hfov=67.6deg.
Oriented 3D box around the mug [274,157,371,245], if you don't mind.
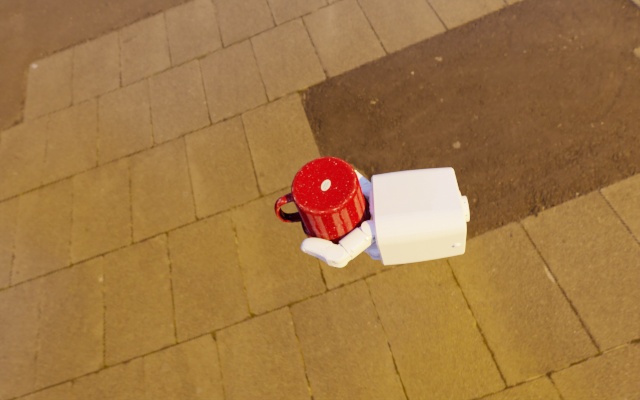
[{"bbox_3d":[-0.001,0.002,0.590,0.117,0.093,0.081,-9,-32,9],"label":"mug"}]
